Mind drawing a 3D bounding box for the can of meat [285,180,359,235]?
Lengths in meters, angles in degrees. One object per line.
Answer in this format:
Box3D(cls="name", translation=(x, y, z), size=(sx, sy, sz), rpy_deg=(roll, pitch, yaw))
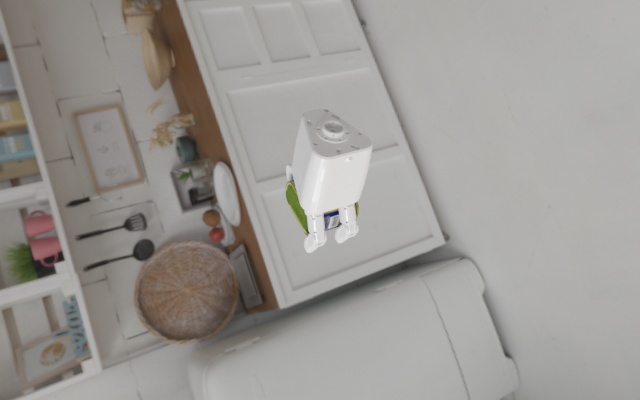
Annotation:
Box3D(cls="can of meat", translation=(0.000, 0.003, 0.777), size=(0.084, 0.102, 0.057), rpy_deg=(-16, -35, -26))
